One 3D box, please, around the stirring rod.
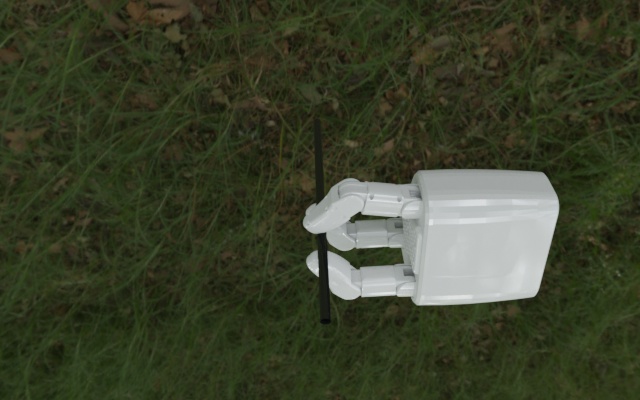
[{"bbox_3d":[0.000,0.001,0.427,0.011,0.239,0.011,-1,-45,-1],"label":"stirring rod"}]
